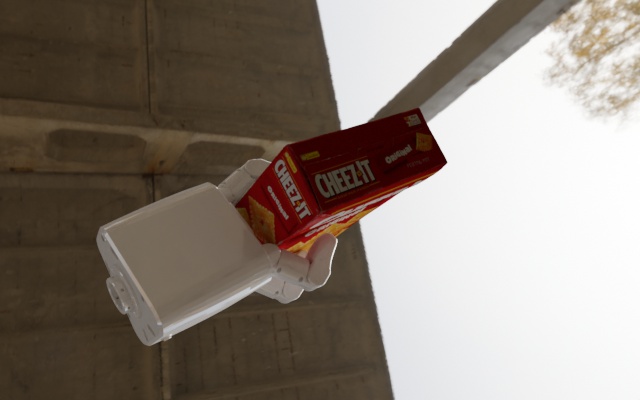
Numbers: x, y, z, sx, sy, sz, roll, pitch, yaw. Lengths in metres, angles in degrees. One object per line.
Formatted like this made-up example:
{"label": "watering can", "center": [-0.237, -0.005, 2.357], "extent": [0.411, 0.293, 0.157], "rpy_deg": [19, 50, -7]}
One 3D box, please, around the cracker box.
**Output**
{"label": "cracker box", "center": [0.000, 0.002, 0.495], "extent": [0.164, 0.072, 0.214], "rpy_deg": [-22, -10, -35]}
